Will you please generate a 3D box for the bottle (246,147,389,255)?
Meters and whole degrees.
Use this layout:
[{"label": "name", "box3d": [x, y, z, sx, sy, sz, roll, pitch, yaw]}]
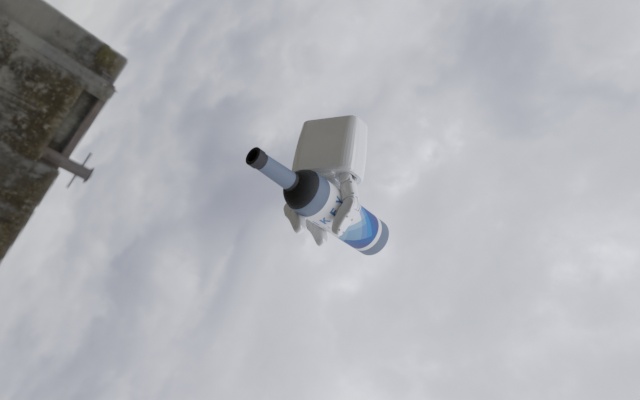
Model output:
[{"label": "bottle", "box3d": [0.000, 0.003, 0.737, 0.069, 0.069, 0.296, 0, -25, 43]}]
